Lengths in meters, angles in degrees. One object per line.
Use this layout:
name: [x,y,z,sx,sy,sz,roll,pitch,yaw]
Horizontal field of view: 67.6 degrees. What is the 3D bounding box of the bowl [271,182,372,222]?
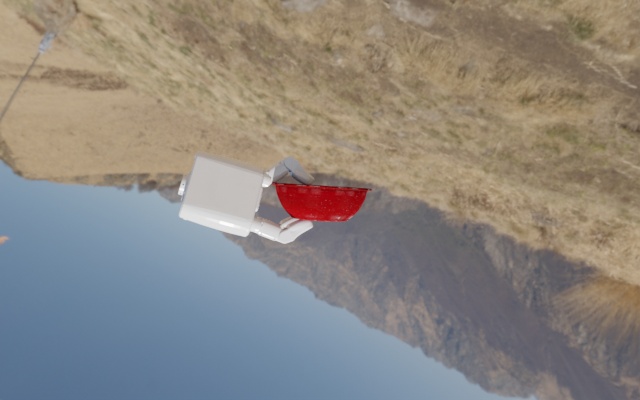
bowl: [0.001,0.003,0.767,0.162,0.055,0.162,3,2,0]
